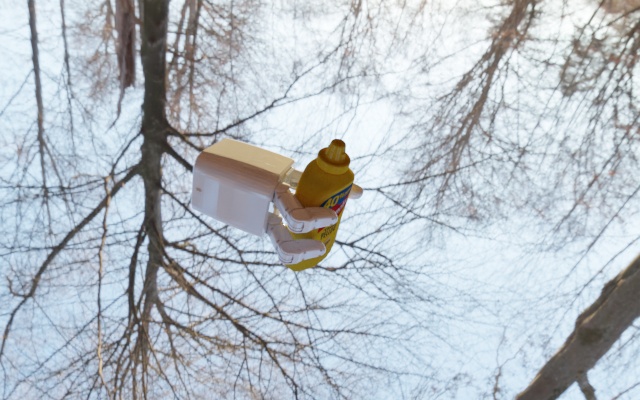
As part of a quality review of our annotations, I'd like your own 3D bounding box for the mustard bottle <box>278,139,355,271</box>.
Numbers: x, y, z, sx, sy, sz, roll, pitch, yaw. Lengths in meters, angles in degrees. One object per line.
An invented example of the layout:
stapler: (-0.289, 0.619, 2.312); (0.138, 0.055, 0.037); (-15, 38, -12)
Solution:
mustard bottle: (0.000, 0.002, 0.621); (0.058, 0.192, 0.096); (37, 44, 23)
